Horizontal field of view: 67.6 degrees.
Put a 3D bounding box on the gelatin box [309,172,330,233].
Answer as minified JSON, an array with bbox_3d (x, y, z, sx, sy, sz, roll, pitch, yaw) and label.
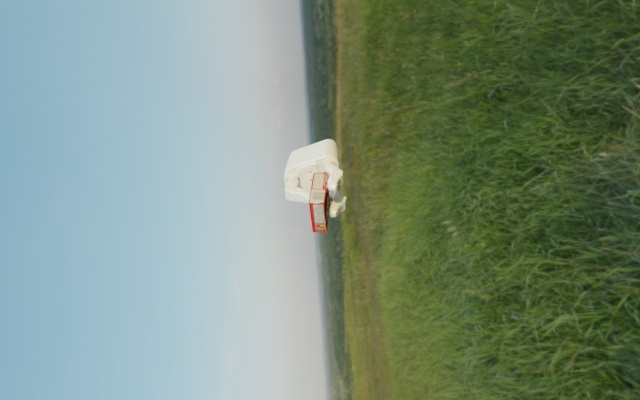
[{"bbox_3d":[0.000,0.003,0.874,0.030,0.073,0.089,0,41,6],"label":"gelatin box"}]
